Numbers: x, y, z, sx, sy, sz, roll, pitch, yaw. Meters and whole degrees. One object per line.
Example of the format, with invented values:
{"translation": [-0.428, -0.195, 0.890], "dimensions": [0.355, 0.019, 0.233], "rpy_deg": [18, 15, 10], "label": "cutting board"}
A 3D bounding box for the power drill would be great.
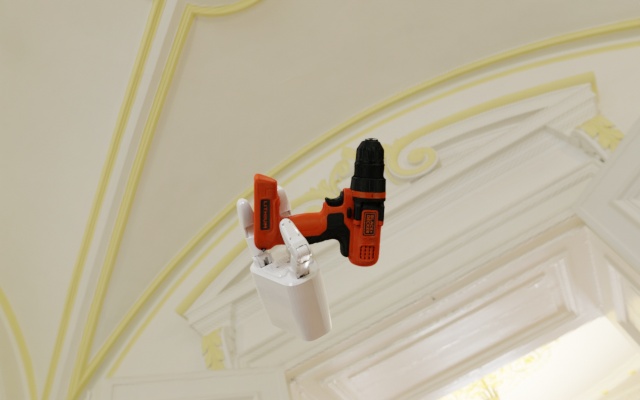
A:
{"translation": [0.000, 0.002, 0.670], "dimensions": [0.187, 0.184, 0.057], "rpy_deg": [1, 7, -7], "label": "power drill"}
